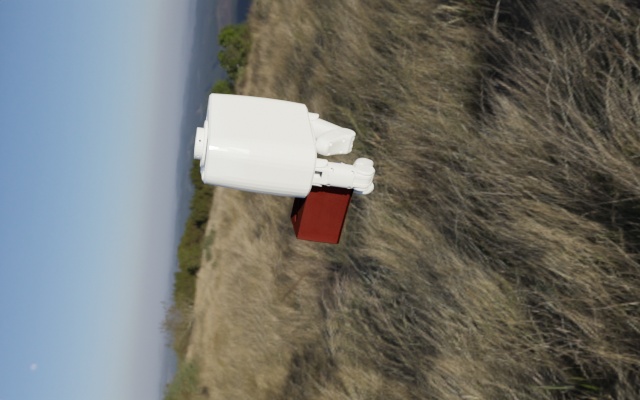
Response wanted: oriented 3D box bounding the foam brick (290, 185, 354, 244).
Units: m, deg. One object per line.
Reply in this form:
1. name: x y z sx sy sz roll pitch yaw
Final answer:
1. foam brick: 0.000 0.002 0.543 0.051 0.078 0.053 6 26 -17
